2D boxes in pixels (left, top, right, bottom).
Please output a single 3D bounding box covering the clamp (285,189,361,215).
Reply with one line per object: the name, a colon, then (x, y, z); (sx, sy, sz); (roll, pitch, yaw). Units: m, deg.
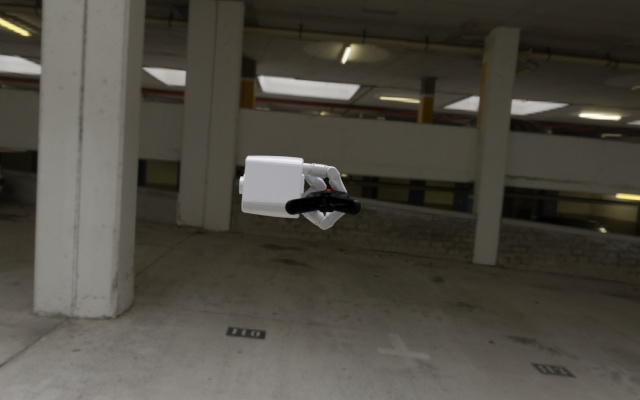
clamp: (0.000, 0.002, 0.826); (0.120, 0.039, 0.171); (5, 4, -4)
